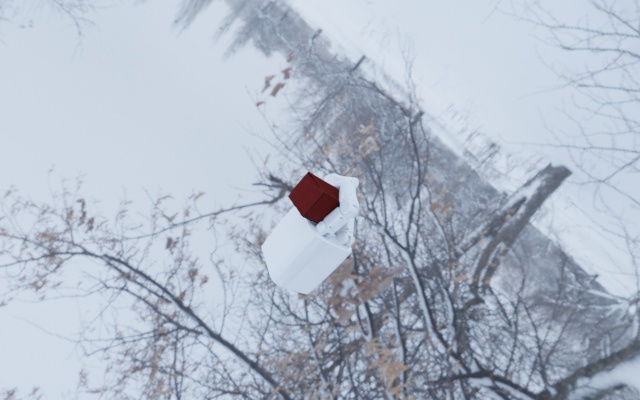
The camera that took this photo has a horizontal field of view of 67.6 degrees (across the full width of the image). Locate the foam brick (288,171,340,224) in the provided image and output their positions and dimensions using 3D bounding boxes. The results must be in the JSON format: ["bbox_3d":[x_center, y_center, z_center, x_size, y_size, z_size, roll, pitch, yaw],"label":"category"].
[{"bbox_3d":[0.000,0.002,0.724,0.078,0.051,0.053,28,19,-47],"label":"foam brick"}]
